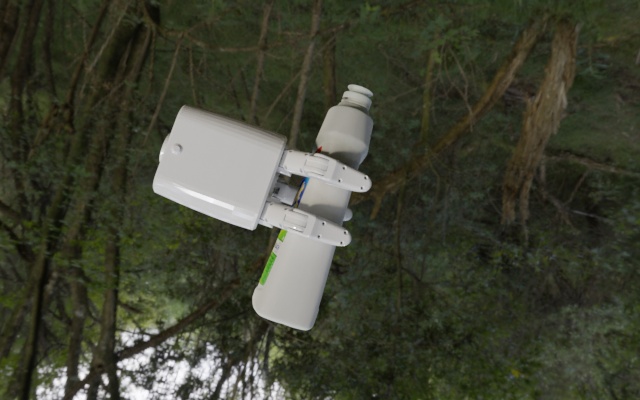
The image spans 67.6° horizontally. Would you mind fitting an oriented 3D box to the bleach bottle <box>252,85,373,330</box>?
[{"bbox_3d":[0.000,0.002,0.506,0.068,0.251,0.102,20,-4,-7],"label":"bleach bottle"}]
